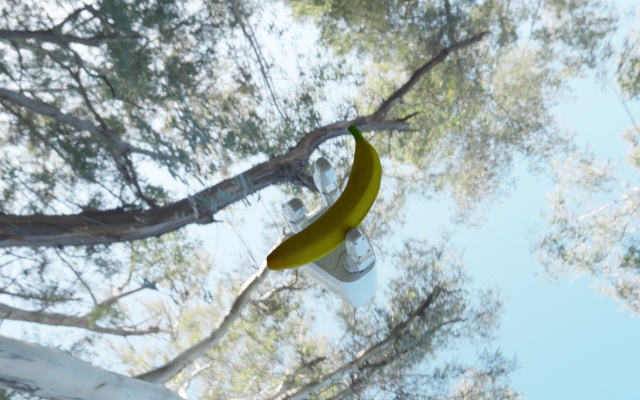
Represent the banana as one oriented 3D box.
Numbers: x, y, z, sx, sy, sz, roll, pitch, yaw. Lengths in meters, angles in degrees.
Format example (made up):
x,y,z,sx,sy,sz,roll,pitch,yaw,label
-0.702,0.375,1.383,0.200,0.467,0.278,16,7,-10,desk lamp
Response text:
x,y,z,sx,sy,sz,roll,pitch,yaw,label
0.018,0.007,0.529,0.069,0.197,0.037,25,-23,17,banana
